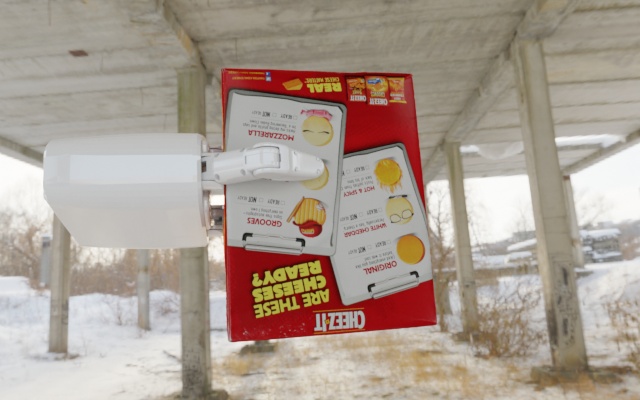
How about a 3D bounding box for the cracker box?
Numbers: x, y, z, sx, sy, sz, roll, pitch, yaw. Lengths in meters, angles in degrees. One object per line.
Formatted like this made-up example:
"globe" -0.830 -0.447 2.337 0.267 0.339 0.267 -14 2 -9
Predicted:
"cracker box" 0.000 0.001 0.405 0.164 0.213 0.072 -1 -10 -11
